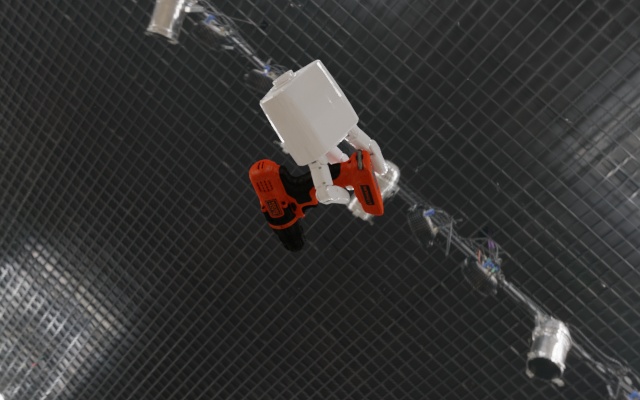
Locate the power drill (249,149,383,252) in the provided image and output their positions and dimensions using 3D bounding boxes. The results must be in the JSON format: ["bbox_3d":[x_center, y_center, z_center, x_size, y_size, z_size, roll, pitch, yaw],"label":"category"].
[{"bbox_3d":[0.000,0.002,0.753,0.187,0.185,0.057,-12,41,10],"label":"power drill"}]
